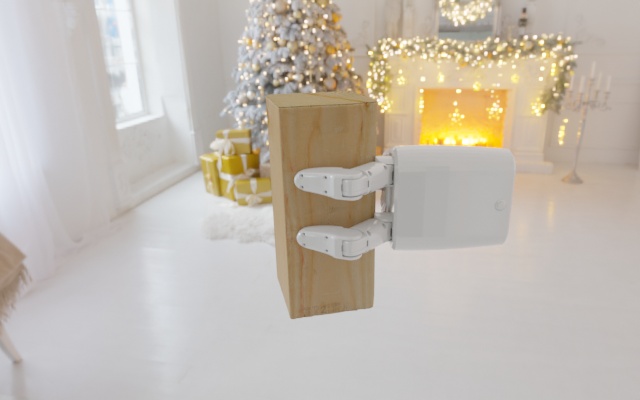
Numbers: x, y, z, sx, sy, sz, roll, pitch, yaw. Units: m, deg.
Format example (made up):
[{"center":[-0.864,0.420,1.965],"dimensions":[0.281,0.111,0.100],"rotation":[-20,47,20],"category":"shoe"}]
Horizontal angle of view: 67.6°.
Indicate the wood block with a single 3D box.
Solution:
[{"center":[0.000,0.001,0.479],"dimensions":[0.090,0.206,0.090],"rotation":[-6,20,-11],"category":"wood block"}]
